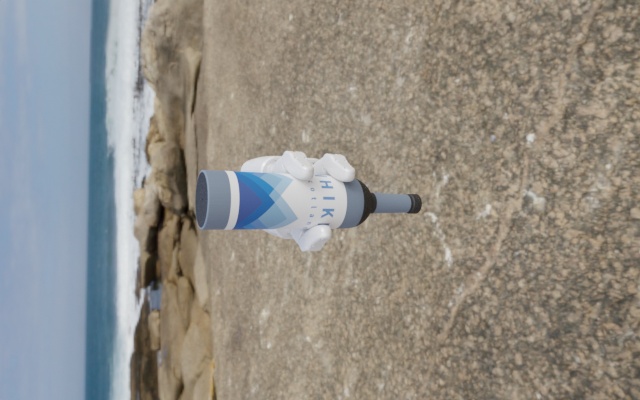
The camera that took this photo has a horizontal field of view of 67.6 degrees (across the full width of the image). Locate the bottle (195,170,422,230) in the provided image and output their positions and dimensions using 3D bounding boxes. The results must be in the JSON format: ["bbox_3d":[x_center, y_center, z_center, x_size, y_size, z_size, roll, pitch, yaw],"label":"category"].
[{"bbox_3d":[0.000,0.002,0.593,0.296,0.069,0.069,1,-1,-26],"label":"bottle"}]
